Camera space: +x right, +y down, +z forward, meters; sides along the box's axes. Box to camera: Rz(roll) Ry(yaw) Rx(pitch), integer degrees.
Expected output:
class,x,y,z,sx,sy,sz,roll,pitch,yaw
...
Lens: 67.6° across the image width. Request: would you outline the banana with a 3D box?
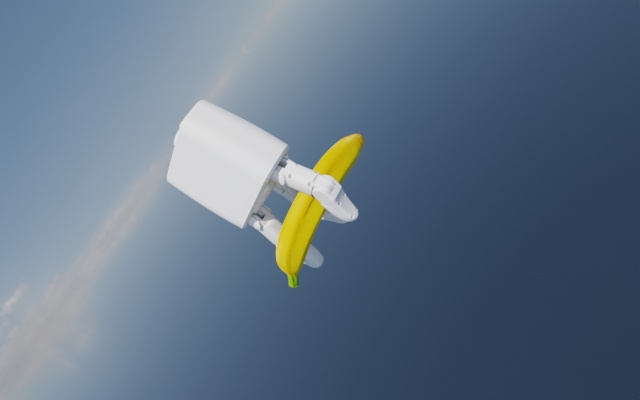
class,x,y,z,sx,sy,sz,roll,pitch,yaw
banana,-0.004,0.001,0.537,0.037,0.198,0.070,25,-8,13
